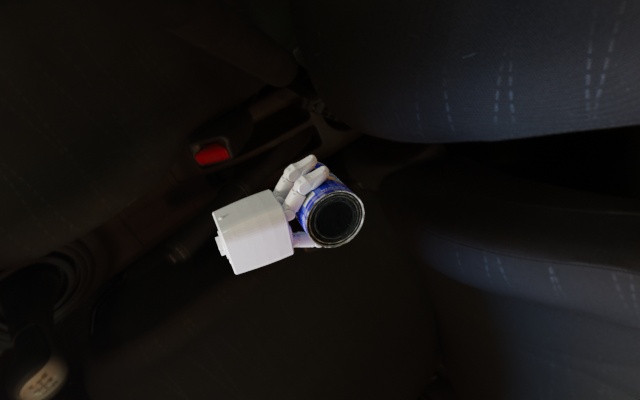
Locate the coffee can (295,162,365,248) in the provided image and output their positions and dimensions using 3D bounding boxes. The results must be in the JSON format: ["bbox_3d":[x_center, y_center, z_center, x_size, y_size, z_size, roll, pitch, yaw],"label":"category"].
[{"bbox_3d":[0.000,0.003,0.822,0.103,0.103,0.140,0,24,-23],"label":"coffee can"}]
